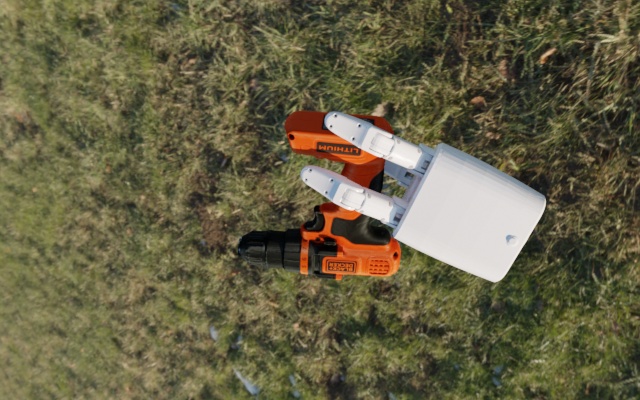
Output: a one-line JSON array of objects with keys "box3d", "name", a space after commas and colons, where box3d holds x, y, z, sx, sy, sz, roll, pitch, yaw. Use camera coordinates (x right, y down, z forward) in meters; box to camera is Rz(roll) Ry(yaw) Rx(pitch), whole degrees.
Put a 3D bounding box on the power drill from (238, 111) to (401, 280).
[{"box3d": [0.000, 0.001, 0.506, 0.184, 0.188, 0.057, 3, 35, 0], "name": "power drill"}]
